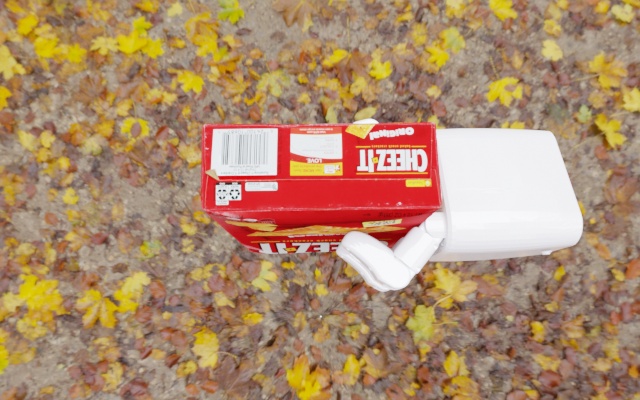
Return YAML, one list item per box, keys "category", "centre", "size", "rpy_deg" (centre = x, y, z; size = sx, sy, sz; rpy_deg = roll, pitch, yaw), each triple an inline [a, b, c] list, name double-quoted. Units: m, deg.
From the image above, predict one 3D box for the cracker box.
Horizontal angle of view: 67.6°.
- category: "cracker box"
  centre: [0.000, 0.001, 0.423]
  size: [0.164, 0.072, 0.214]
  rpy_deg: [-1, -14, 0]
